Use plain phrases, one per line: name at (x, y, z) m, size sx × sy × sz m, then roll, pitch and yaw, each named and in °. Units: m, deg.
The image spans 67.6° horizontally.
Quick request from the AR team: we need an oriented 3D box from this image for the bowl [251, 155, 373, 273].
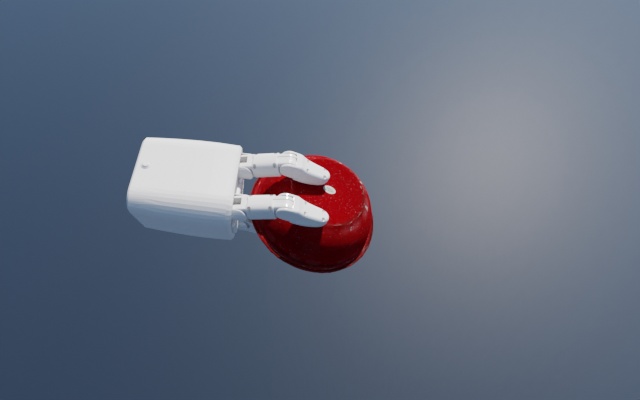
bowl at (0.001, 0.002, 0.571) m, size 0.162 × 0.162 × 0.055 m, roll 0°, pitch -30°, yaw -23°
